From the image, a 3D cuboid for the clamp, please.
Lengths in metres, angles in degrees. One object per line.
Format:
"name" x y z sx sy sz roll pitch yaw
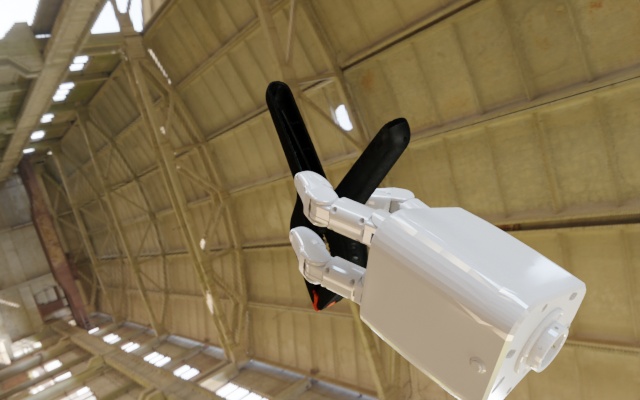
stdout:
"clamp" 0.001 0.002 0.424 0.036 0.210 0.164 -18 38 -33
